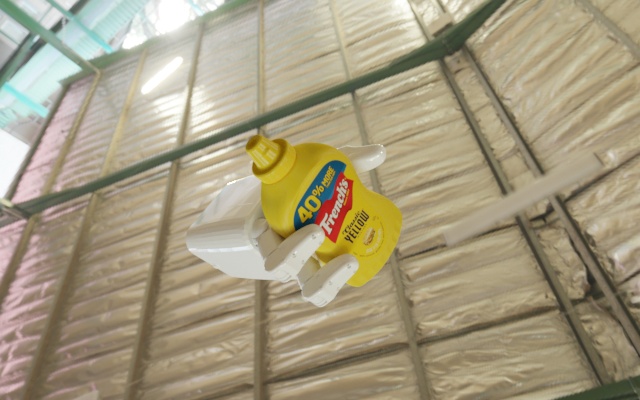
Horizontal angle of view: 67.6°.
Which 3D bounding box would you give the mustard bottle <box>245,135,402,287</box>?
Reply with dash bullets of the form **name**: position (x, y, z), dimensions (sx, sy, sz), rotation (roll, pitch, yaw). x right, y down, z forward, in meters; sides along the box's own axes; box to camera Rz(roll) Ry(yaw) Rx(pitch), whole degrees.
- **mustard bottle**: position (0.000, 0.002, 0.454), dimensions (0.192, 0.096, 0.058), rotation (41, -11, -38)
